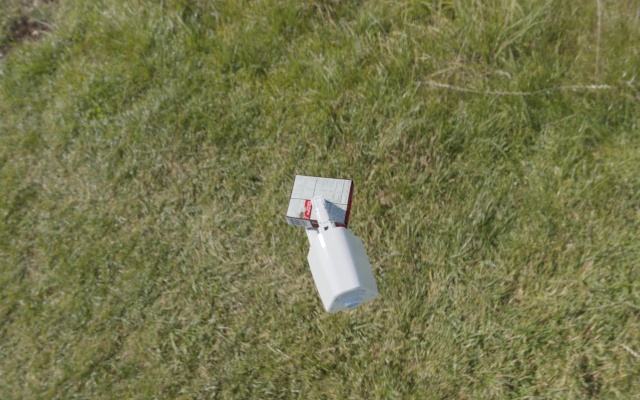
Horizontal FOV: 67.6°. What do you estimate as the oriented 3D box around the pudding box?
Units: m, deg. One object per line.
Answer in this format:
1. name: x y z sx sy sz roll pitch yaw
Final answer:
1. pudding box: 0.000 0.003 0.867 0.113 0.090 0.039 7 -24 12
